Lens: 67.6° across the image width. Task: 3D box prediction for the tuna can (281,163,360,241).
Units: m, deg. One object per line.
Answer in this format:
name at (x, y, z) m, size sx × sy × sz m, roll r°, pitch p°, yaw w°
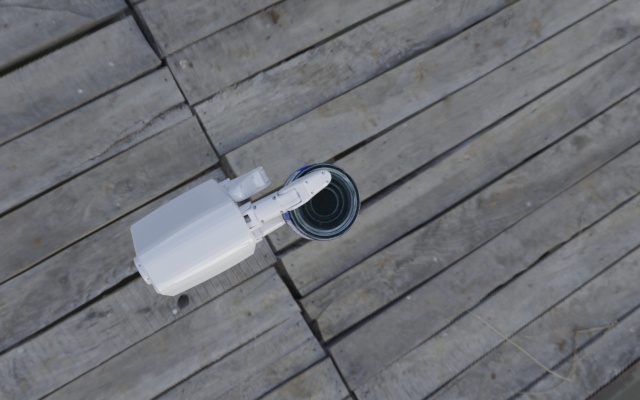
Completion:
tuna can at (0.000, 0.002, 0.527) m, size 0.086 × 0.086 × 0.034 m, roll 0°, pitch -1°, yaw -19°
